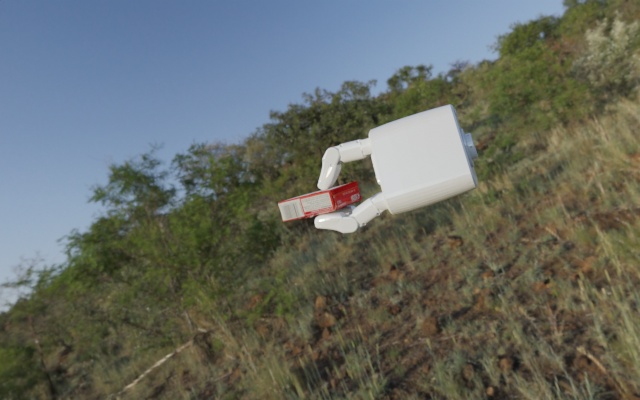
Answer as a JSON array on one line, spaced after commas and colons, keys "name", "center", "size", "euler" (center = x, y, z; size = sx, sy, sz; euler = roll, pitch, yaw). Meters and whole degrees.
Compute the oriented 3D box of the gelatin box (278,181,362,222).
[{"name": "gelatin box", "center": [0.000, 0.002, 0.647], "size": [0.089, 0.030, 0.073], "euler": [-13, 3, 33]}]
